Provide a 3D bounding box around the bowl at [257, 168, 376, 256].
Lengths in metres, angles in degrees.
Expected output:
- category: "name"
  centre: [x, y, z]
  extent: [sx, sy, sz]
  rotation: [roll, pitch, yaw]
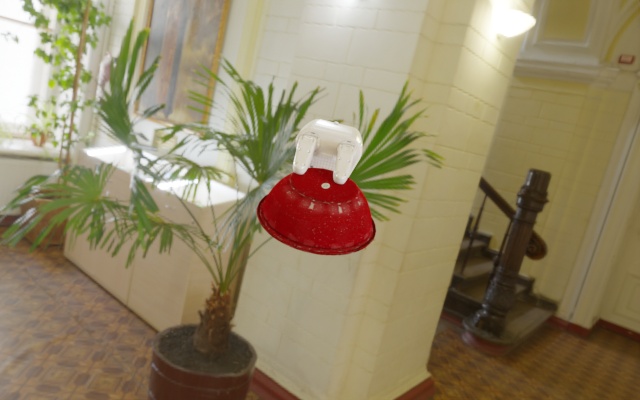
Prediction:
- category: "bowl"
  centre: [0.000, 0.002, 0.624]
  extent: [0.162, 0.055, 0.162]
  rotation: [9, 30, -6]
